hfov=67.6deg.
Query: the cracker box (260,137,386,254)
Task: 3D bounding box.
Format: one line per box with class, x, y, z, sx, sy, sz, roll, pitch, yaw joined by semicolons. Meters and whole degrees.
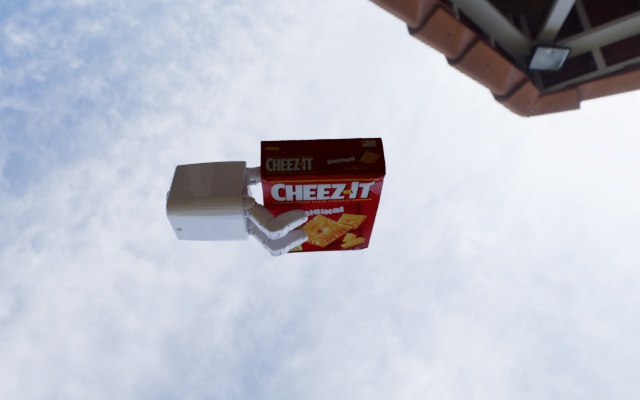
cracker box;0.000;0.002;0.703;0.164;0.072;0.214;-2;-32;-3
